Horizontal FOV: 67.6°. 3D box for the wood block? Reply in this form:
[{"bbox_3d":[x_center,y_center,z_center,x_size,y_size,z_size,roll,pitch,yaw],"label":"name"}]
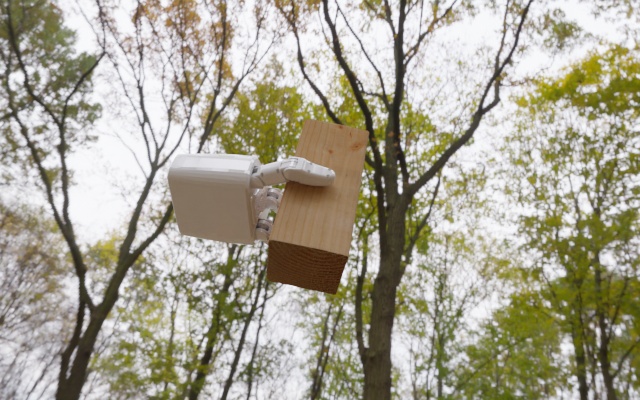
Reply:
[{"bbox_3d":[0.000,0.002,0.610,0.090,0.206,0.091,12,-39,1],"label":"wood block"}]
